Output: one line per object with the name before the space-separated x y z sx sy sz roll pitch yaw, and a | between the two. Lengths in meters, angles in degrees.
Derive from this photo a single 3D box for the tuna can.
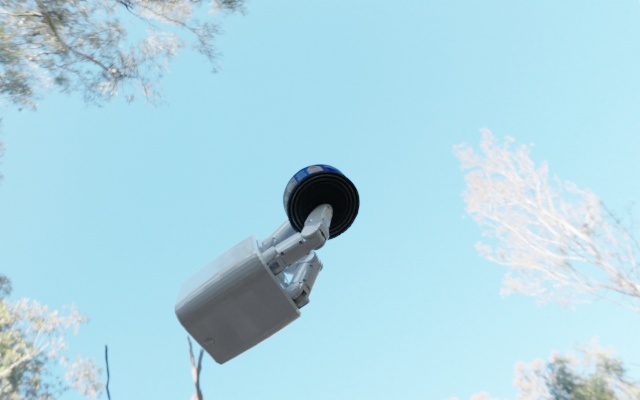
tuna can | 0.000 0.002 0.555 0.086 0.086 0.033 0 21 -16
